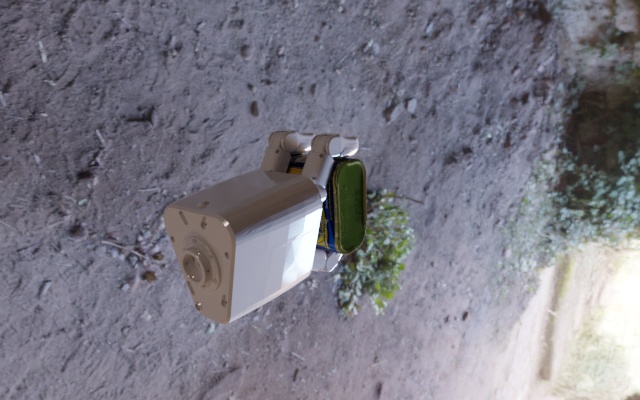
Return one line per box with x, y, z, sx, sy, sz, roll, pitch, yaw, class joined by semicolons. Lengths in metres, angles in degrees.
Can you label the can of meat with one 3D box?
0.000;0.002;0.504;0.084;0.102;0.057;9;19;38;can of meat
